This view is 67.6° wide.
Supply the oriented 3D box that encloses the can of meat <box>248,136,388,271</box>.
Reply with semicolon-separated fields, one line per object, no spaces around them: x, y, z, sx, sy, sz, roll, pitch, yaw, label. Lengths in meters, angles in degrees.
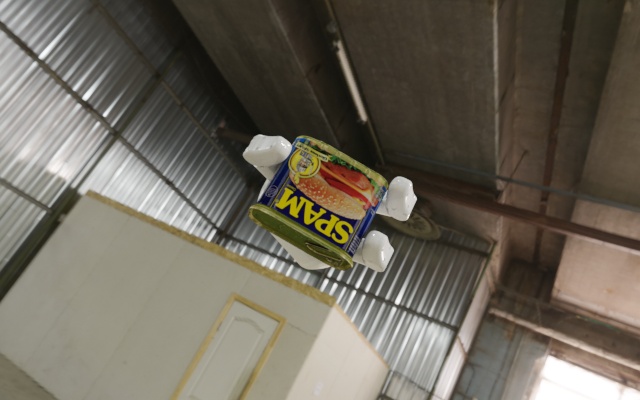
0.000;0.001;0.432;0.102;0.084;0.057;30;-18;-2;can of meat
